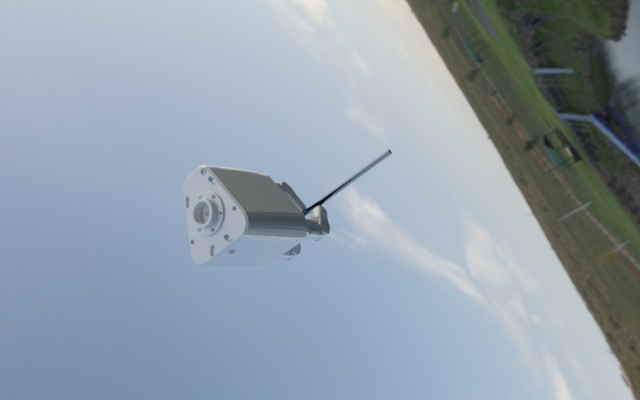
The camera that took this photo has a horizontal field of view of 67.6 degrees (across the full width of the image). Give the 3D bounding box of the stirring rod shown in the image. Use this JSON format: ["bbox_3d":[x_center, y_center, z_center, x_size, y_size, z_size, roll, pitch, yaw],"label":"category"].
[{"bbox_3d":[0.000,0.002,0.655,0.239,0.011,0.011,-36,-17,25],"label":"stirring rod"}]
